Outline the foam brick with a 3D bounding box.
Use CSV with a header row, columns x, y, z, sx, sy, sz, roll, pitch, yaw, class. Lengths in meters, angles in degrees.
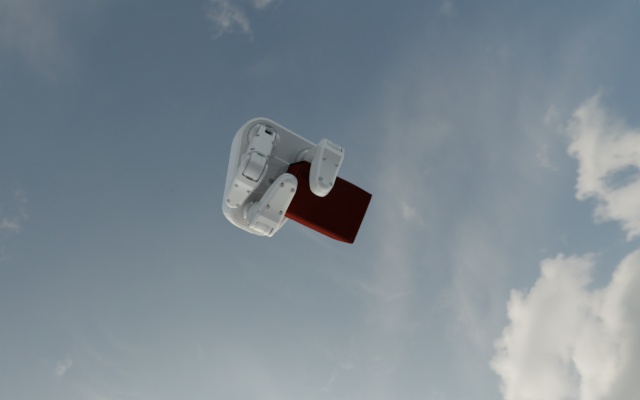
x,y,z,sx,sy,sz,roll,pitch,yaw,class
0.000,0.002,0.463,0.078,0.053,0.051,27,-8,-16,foam brick
